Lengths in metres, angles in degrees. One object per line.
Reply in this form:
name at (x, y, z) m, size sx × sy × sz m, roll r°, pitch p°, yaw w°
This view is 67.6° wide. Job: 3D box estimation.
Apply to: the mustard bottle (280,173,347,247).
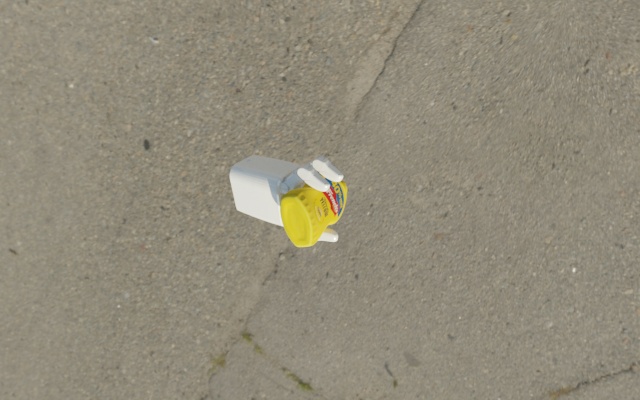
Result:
mustard bottle at (0.000, 0.003, 0.863) m, size 0.058 × 0.096 × 0.191 m, roll -9°, pitch 16°, yaw 30°
